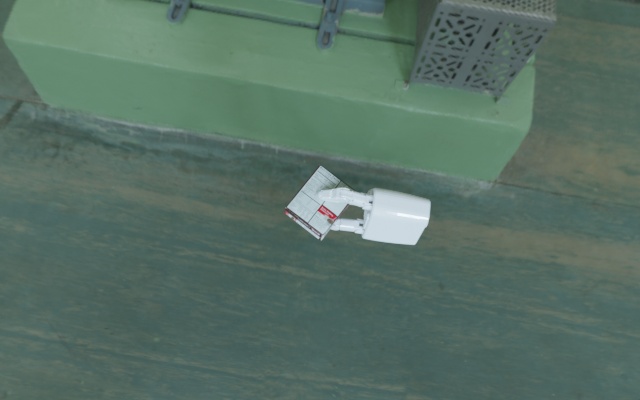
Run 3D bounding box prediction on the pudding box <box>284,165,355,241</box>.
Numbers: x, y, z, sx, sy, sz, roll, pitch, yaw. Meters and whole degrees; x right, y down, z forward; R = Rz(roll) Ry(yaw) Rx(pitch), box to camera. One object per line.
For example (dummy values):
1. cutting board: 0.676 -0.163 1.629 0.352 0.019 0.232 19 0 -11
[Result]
1. pudding box: 0.000 0.003 0.892 0.090 0.113 0.039 37 -19 5
